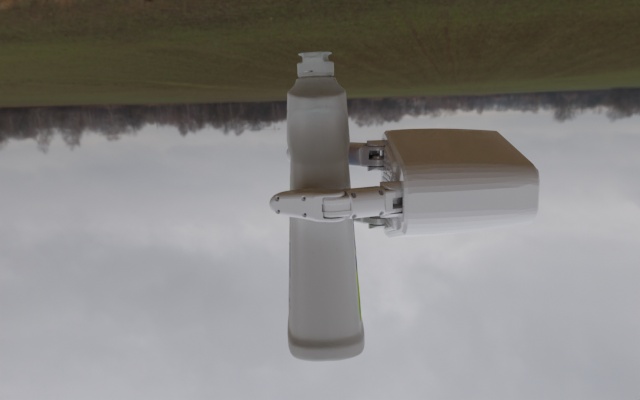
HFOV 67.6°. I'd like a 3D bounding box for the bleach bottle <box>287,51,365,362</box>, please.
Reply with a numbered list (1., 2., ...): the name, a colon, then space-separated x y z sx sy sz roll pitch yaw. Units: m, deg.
1. bleach bottle: 0.000 0.001 0.415 0.068 0.251 0.102 -2 12 -2
